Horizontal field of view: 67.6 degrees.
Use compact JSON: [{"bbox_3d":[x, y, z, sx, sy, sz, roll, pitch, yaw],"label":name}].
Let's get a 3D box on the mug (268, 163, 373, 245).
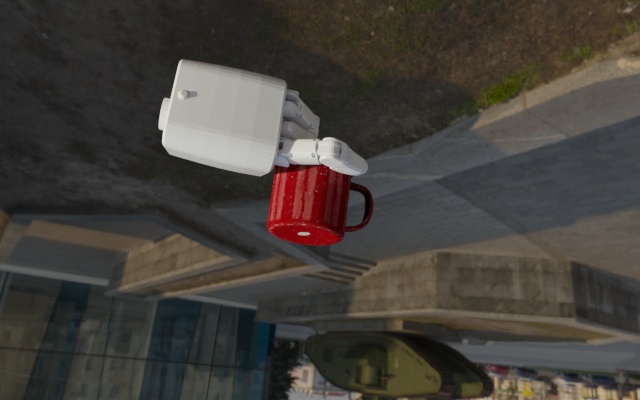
[{"bbox_3d":[0.001,0.002,0.513,0.117,0.081,0.093,12,-20,-13],"label":"mug"}]
